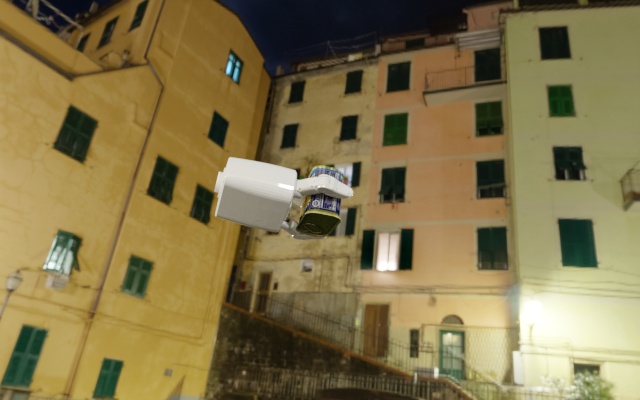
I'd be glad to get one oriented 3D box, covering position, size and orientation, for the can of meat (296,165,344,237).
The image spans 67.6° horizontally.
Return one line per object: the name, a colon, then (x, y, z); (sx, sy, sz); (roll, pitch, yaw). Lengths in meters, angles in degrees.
can of meat: (0.000, 0.002, 0.773); (0.057, 0.084, 0.102); (12, -25, -10)
